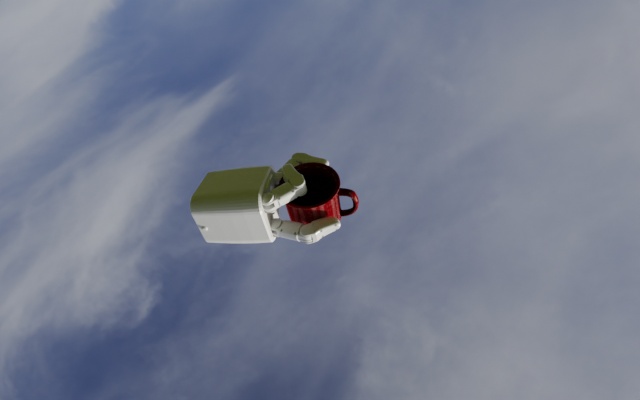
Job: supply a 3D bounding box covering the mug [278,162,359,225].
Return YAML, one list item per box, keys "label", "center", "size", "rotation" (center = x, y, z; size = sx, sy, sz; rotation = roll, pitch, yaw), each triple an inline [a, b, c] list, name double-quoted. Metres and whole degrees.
- label: "mug"
  center: [0.002, 0.002, 0.728]
  size: [0.117, 0.093, 0.082]
  rotation: [-1, -41, 10]
